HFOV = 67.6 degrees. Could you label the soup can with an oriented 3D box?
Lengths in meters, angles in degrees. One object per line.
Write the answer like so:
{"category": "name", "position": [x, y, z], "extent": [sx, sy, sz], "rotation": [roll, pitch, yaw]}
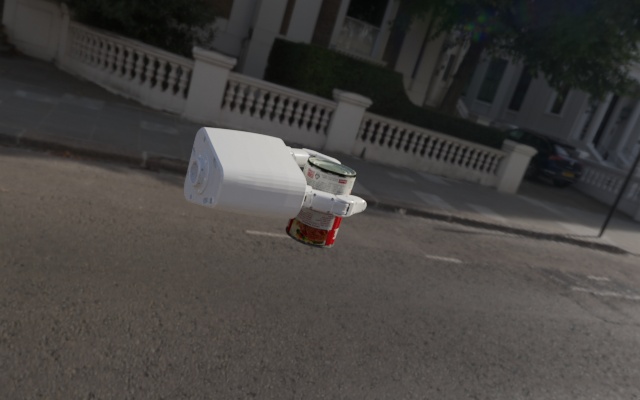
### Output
{"category": "soup can", "position": [0.001, 0.002, 0.627], "extent": [0.068, 0.102, 0.068], "rotation": [16, 15, -5]}
